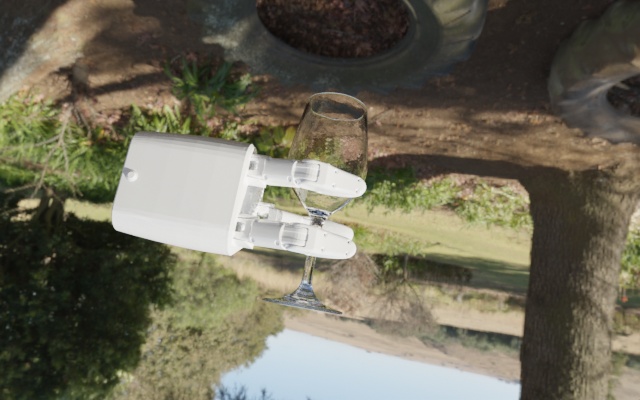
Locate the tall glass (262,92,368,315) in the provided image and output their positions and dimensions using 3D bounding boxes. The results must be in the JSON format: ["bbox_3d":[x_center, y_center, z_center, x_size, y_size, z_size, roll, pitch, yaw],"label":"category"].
[{"bbox_3d":[0.000,0.002,0.455,0.079,0.201,0.079,10,-13,2],"label":"tall glass"}]
